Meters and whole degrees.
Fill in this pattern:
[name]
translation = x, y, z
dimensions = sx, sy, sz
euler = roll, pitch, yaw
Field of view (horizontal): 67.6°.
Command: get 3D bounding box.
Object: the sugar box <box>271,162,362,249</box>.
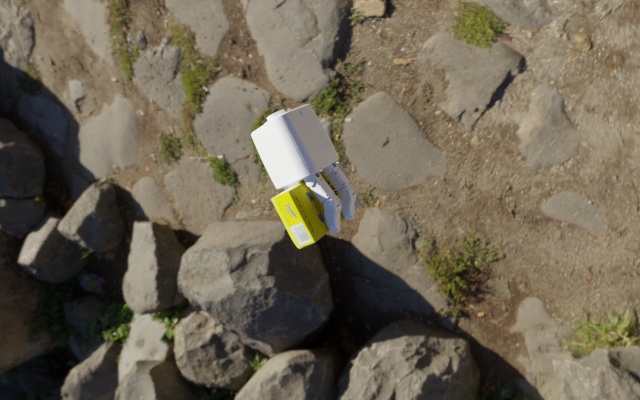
[sugar box]
translation = 0.000, 0.002, 0.809
dimensions = 0.048, 0.093, 0.176
euler = -22, 8, 38
